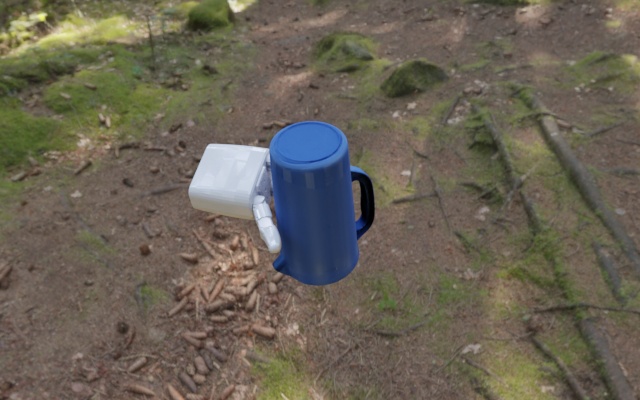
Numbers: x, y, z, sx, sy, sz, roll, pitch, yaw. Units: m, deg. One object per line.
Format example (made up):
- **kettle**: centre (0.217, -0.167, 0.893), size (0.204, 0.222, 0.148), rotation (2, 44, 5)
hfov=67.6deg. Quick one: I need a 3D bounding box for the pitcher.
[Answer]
- **pitcher**: centre (0.000, 0.002, 0.726), size (0.145, 0.243, 0.149), rotation (9, 46, 14)
